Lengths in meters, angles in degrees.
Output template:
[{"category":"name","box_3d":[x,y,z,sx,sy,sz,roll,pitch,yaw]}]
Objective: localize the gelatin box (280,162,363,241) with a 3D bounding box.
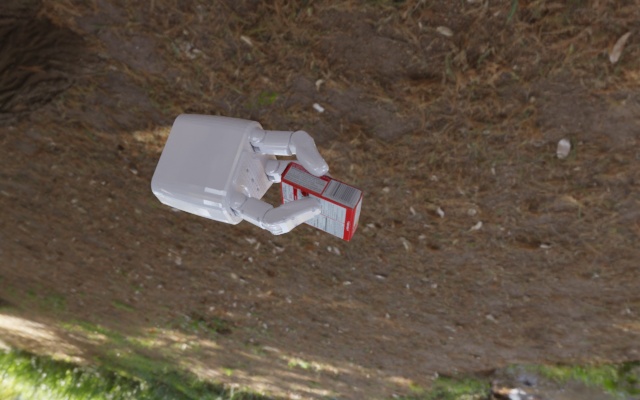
[{"category":"gelatin box","box_3d":[0.000,0.002,0.532,0.089,0.030,0.073,23,-30,13]}]
